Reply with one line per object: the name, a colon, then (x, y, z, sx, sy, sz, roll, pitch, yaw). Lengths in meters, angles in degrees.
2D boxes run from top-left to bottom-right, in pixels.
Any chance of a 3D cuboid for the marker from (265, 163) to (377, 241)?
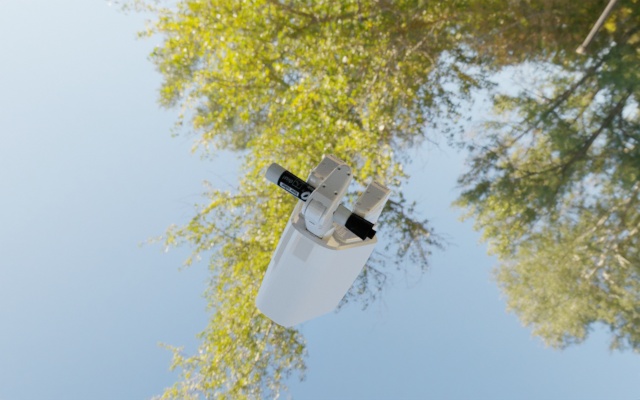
marker: (0.000, 0.001, 0.457, 0.121, 0.020, 0.020, 32, 8, 13)
